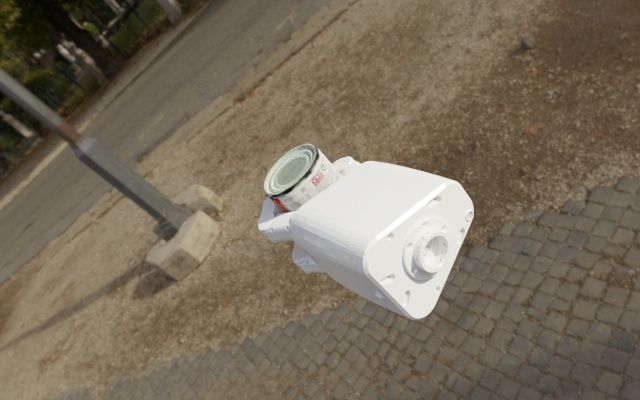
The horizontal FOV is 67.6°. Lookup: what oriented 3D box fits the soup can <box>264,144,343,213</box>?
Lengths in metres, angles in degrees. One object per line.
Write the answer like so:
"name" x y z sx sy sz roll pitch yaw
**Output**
"soup can" 0.000 0.001 0.480 0.068 0.068 0.102 0 -39 50
